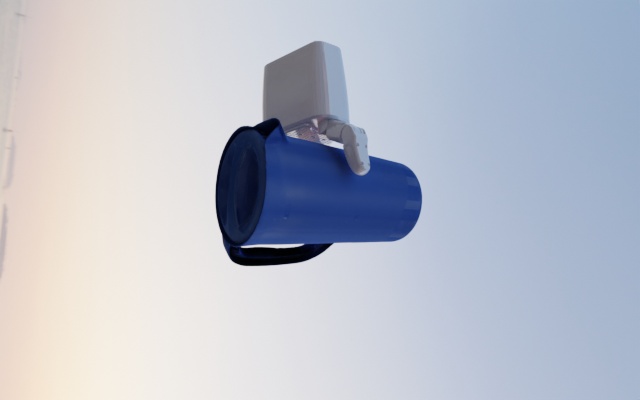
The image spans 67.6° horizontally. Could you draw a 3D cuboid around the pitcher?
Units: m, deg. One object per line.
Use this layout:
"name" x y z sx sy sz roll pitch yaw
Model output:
"pitcher" 0.000 0.002 0.588 0.243 0.145 0.149 6 -17 -34
